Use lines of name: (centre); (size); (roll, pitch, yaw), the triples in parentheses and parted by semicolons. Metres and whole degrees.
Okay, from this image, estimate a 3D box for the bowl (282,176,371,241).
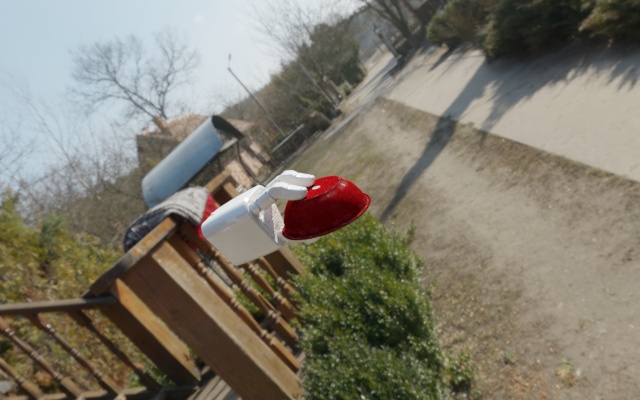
bowl: (0.001, 0.002, 0.800); (0.162, 0.055, 0.162); (-20, 18, 7)
